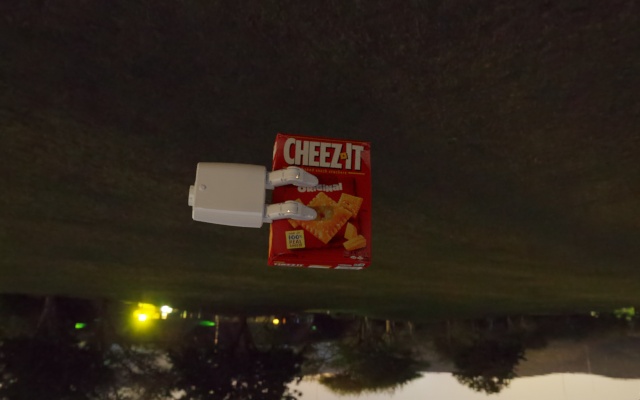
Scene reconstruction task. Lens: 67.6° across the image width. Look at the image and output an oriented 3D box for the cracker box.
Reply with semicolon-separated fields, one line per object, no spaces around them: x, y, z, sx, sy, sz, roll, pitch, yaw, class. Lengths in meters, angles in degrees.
0.000;0.003;0.795;0.164;0.213;0.072;4;-16;-10;cracker box
